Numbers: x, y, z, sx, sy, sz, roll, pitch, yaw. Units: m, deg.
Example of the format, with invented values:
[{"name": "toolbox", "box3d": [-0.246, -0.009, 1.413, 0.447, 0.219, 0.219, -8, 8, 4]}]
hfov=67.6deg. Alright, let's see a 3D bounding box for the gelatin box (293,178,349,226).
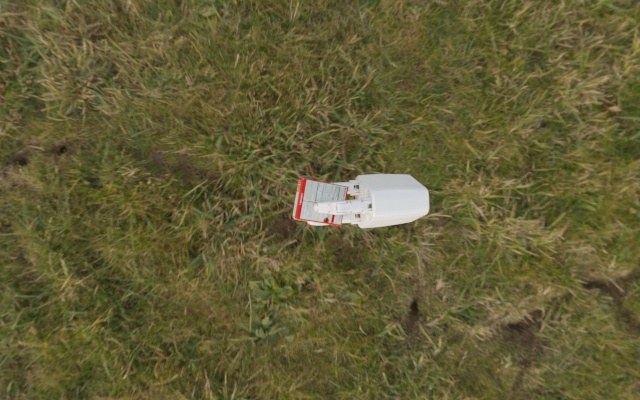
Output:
[{"name": "gelatin box", "box3d": [0.000, 0.003, 0.850, 0.089, 0.073, 0.030, 9, 2, -17]}]
